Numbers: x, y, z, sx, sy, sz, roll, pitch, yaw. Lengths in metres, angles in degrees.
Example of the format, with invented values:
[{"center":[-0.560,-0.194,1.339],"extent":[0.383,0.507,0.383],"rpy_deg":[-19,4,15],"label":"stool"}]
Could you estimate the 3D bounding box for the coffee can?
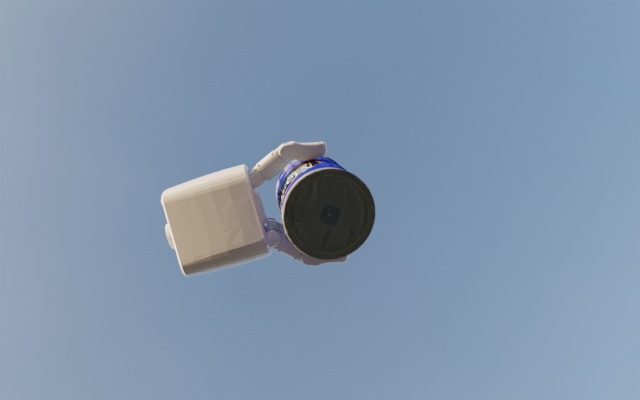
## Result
[{"center":[0.000,0.002,0.584],"extent":[0.103,0.103,0.140],"rpy_deg":[0,12,-8],"label":"coffee can"}]
